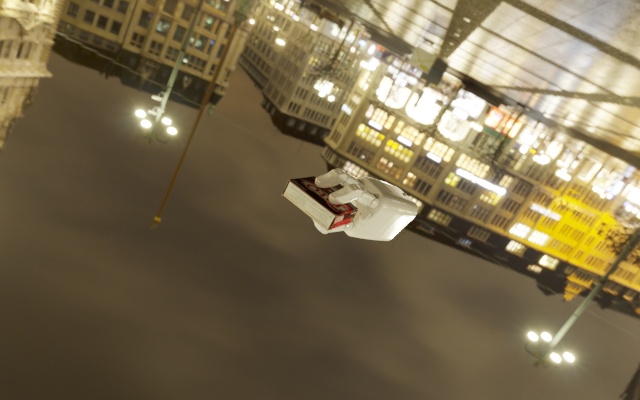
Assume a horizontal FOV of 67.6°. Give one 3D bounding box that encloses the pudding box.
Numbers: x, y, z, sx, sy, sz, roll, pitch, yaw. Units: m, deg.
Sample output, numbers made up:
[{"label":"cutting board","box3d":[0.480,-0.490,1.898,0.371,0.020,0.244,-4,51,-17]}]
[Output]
[{"label":"pudding box","box3d":[0.000,0.003,0.852,0.113,0.039,0.090,35,20,20]}]
